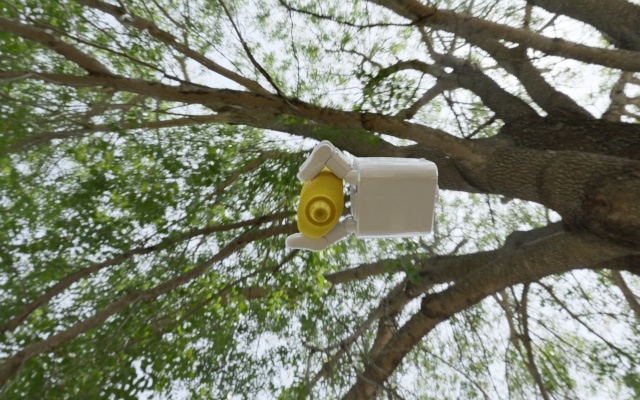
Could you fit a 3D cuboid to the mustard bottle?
[{"bbox_3d":[0.000,0.002,0.672,0.058,0.096,0.191,23,8,-4],"label":"mustard bottle"}]
